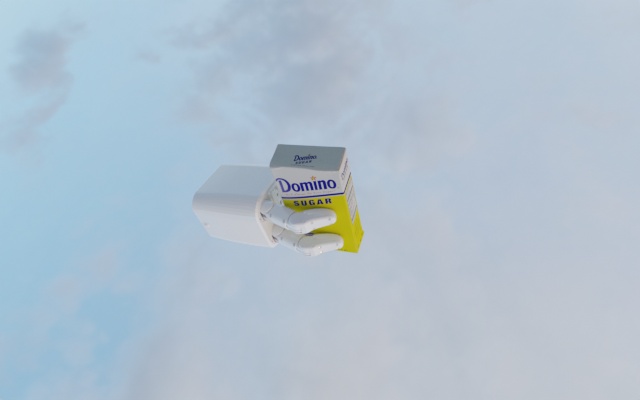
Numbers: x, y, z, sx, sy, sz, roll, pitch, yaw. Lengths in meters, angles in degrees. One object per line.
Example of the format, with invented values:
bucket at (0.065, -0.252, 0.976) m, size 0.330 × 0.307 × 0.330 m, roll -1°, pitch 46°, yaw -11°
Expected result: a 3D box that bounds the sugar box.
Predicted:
sugar box at (0.000, 0.003, 0.641) m, size 0.093 × 0.048 × 0.176 m, roll 5°, pitch -36°, yaw 19°
